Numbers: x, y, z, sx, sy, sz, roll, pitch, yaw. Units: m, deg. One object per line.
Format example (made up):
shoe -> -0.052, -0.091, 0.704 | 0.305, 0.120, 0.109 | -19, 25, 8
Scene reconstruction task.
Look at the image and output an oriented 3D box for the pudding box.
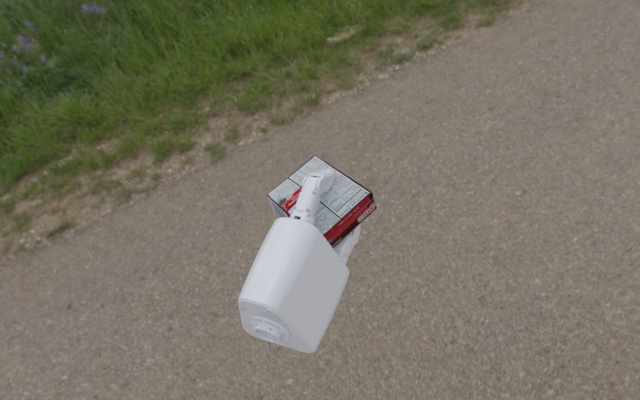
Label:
pudding box -> 0.000, 0.002, 0.600 | 0.113, 0.090, 0.039 | 38, -20, 36
